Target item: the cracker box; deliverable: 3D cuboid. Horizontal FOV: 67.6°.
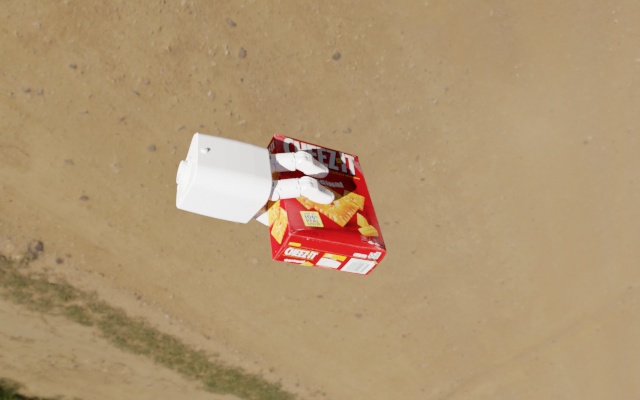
[{"bbox_3d":[0.000,0.003,0.750,0.164,0.213,0.072,13,-46,-26],"label":"cracker box"}]
